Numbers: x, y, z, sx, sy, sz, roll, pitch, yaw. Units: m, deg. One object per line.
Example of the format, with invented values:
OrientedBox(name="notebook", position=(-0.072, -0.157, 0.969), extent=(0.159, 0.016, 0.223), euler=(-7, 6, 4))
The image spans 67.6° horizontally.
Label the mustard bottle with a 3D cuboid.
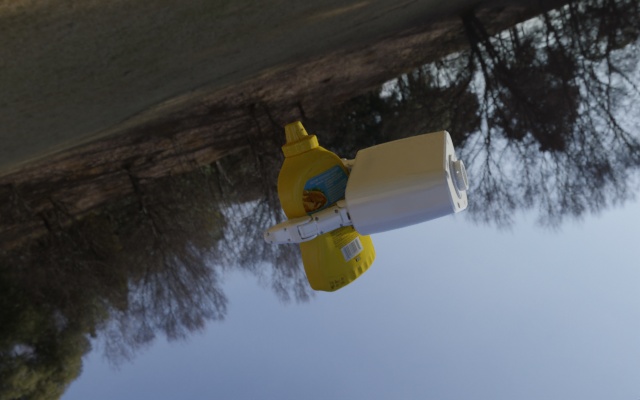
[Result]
OrientedBox(name="mustard bottle", position=(0.000, 0.002, 0.554), extent=(0.058, 0.192, 0.096), euler=(-5, 20, 48))
